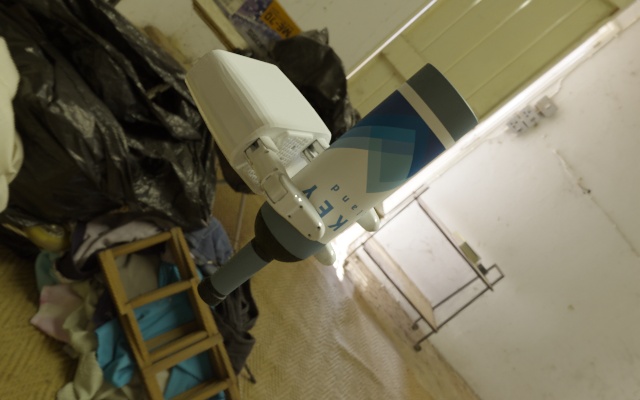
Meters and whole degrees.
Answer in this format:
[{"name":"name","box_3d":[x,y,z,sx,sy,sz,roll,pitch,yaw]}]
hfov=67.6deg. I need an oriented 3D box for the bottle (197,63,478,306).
[{"name":"bottle","box_3d":[0.000,0.001,0.432,0.296,0.069,0.069,-39,-11,13]}]
